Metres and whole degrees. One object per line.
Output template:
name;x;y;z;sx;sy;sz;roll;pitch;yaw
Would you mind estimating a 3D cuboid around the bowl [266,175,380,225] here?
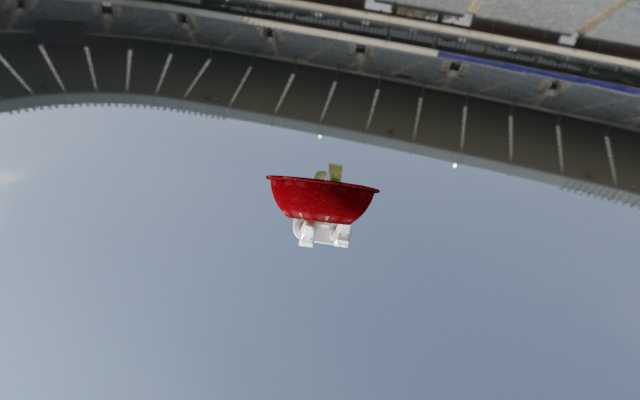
bowl;0.000;0.003;0.672;0.162;0.055;0.162;7;-2;0
